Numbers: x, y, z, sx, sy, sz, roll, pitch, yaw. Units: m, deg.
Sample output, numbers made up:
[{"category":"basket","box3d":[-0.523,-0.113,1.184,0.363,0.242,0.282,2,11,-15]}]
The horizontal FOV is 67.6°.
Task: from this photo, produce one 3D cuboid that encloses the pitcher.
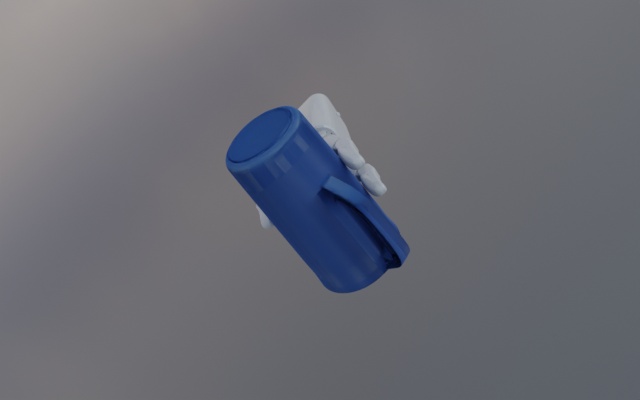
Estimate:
[{"category":"pitcher","box3d":[0.000,0.002,0.606,0.149,0.243,0.145,-28,36,17]}]
